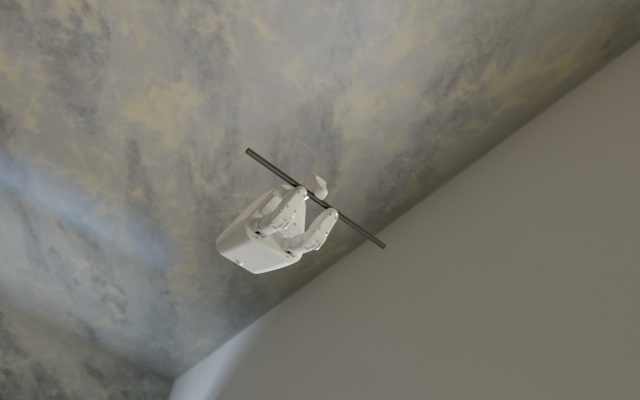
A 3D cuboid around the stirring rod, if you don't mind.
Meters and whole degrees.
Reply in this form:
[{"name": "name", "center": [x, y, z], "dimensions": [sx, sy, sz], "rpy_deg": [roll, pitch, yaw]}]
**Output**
[{"name": "stirring rod", "center": [0.000, 0.002, 0.635], "dimensions": [0.239, 0.011, 0.011], "rpy_deg": [35, -15, -23]}]
